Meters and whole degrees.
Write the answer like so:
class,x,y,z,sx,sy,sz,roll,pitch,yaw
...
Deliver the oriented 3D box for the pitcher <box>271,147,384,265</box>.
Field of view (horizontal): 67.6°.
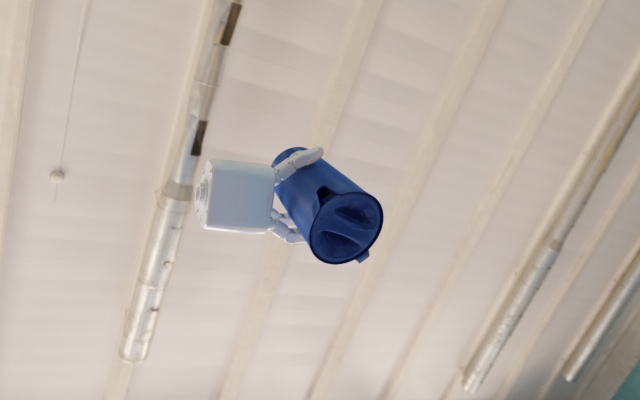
class,x,y,z,sx,sy,sz,roll,pitch,yaw
pitcher,0.000,0.003,0.848,0.145,0.149,0.242,3,25,-28
